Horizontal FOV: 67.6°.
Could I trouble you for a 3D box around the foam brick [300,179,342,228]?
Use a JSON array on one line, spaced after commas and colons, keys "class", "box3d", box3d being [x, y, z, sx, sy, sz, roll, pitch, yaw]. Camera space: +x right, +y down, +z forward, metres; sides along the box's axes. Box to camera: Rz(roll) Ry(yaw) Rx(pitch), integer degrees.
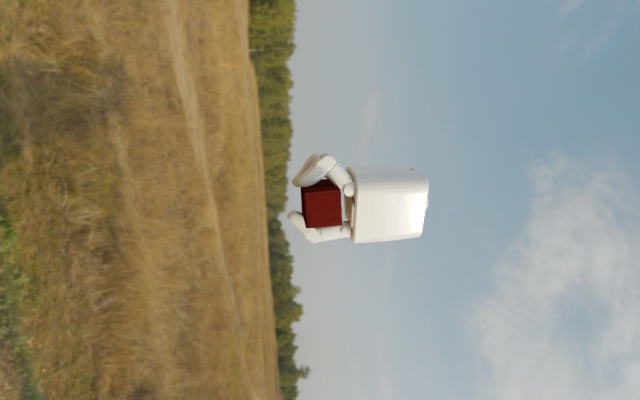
[{"class": "foam brick", "box3d": [0.000, 0.002, 0.679, 0.051, 0.053, 0.078, -4, 16, -5]}]
